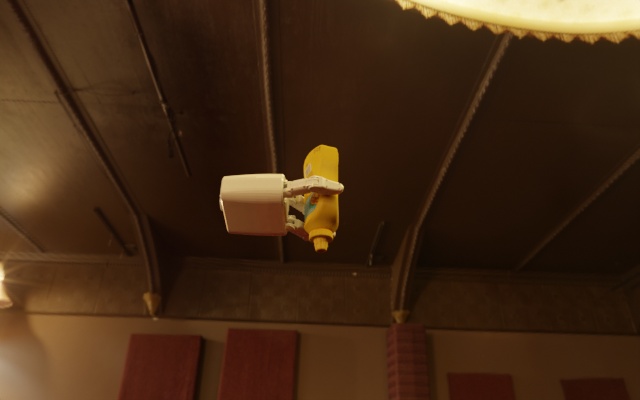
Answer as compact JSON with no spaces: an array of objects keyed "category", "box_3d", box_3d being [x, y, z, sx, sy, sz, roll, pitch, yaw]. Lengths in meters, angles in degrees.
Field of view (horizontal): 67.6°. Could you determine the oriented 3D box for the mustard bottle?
[{"category":"mustard bottle","box_3d":[0.000,0.003,0.853,0.058,0.191,0.096,12,-33,-19]}]
